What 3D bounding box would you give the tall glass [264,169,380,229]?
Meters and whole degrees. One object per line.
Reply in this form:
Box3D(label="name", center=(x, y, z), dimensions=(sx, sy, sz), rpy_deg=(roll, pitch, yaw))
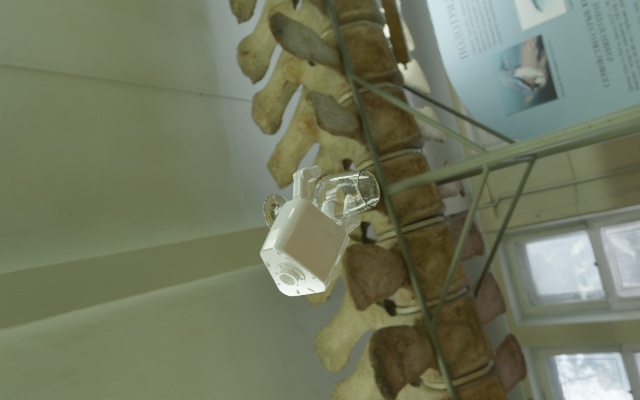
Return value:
Box3D(label="tall glass", center=(0.000, 0.003, 0.802), dimensions=(0.201, 0.079, 0.079), rpy_deg=(-16, -10, 37))
